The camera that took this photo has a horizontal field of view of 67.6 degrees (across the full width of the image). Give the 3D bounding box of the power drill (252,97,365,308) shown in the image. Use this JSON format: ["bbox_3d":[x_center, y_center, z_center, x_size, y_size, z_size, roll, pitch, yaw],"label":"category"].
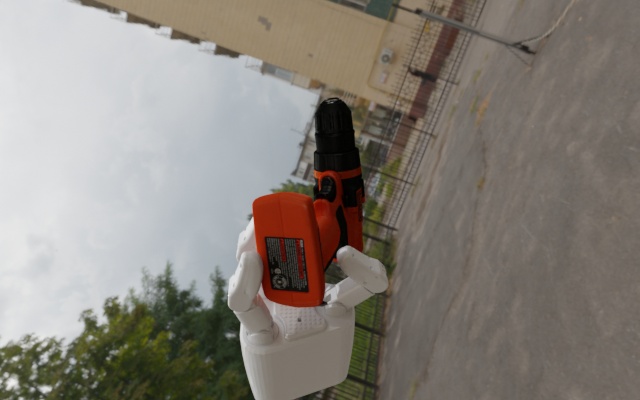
[{"bbox_3d":[0.000,0.002,0.467,0.057,0.184,0.187,0,19,21],"label":"power drill"}]
